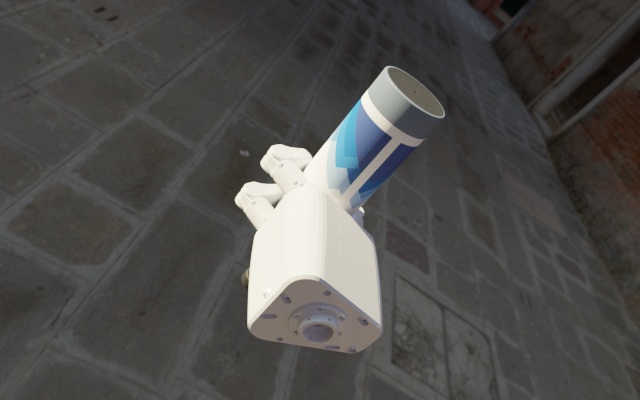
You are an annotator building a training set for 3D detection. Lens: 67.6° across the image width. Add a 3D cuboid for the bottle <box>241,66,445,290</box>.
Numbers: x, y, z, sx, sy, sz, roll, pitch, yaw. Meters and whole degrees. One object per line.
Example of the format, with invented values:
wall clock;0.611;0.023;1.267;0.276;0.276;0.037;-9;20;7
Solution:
bottle;0.000;0.001;0.486;0.069;0.069;0.296;0;-40;-46
